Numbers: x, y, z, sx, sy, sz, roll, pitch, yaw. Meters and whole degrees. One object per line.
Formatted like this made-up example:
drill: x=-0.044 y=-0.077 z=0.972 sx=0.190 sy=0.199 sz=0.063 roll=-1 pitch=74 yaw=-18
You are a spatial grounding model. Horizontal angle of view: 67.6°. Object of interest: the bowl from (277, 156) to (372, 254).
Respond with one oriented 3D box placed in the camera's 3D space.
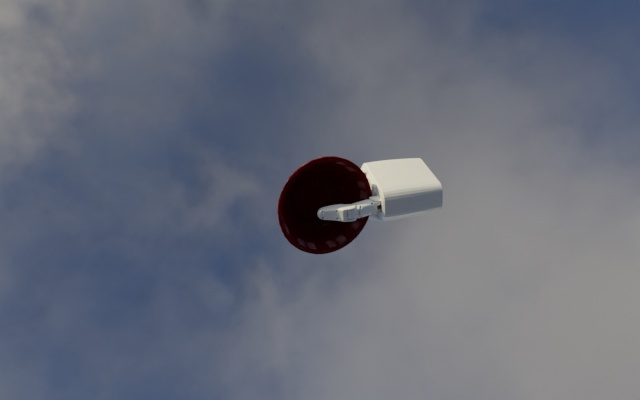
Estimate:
bowl: x=-0.001 y=0.002 z=0.771 sx=0.162 sy=0.162 sz=0.055 roll=0 pitch=17 yaw=-24
